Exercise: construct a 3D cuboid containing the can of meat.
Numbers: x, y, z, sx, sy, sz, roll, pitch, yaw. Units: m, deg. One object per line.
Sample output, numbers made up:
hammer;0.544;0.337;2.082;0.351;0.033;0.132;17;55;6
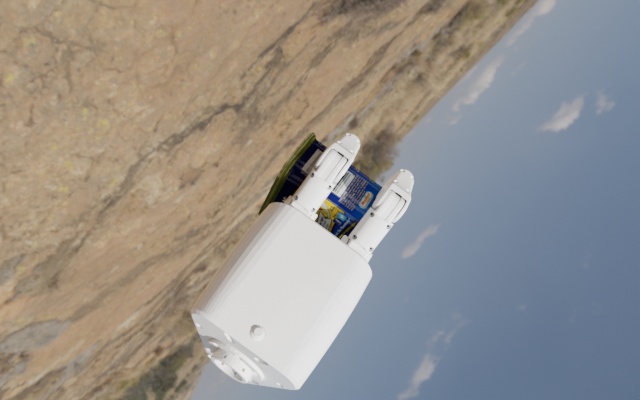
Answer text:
can of meat;0.000;0.002;0.435;0.084;0.057;0.102;36;-36;1
